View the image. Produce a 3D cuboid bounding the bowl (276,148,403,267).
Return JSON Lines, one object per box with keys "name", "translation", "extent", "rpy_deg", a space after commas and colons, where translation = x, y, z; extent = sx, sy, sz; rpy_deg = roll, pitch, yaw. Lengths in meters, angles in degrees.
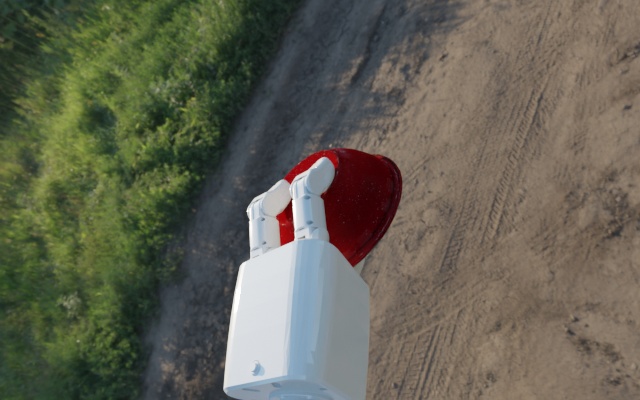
{"name": "bowl", "translation": [0.000, 0.000, 0.479], "extent": [0.055, 0.162, 0.162], "rpy_deg": [42, -24, -29]}
